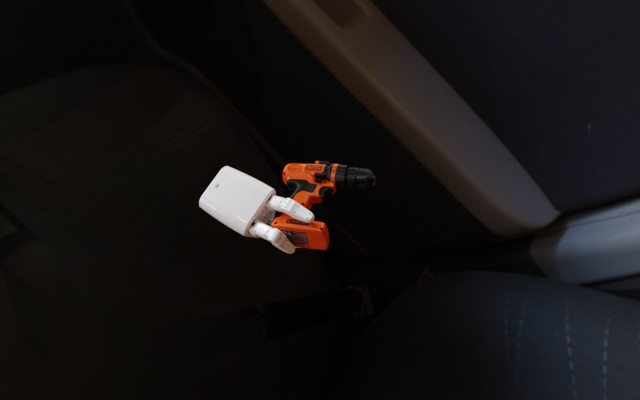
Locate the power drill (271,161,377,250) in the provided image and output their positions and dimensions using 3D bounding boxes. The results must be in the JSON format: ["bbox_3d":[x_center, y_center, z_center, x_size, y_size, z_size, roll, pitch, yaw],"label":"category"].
[{"bbox_3d":[0.000,0.003,0.880,0.184,0.057,0.187,3,44,18],"label":"power drill"}]
